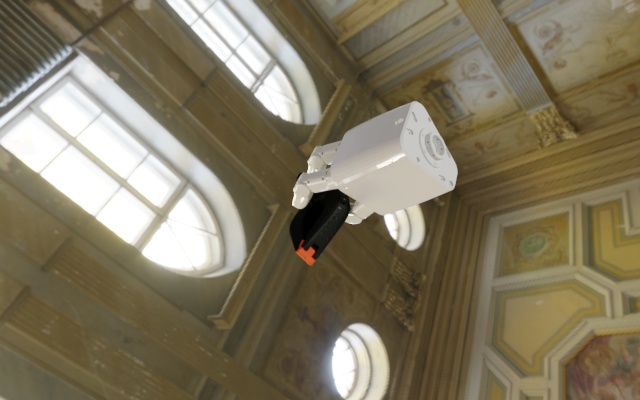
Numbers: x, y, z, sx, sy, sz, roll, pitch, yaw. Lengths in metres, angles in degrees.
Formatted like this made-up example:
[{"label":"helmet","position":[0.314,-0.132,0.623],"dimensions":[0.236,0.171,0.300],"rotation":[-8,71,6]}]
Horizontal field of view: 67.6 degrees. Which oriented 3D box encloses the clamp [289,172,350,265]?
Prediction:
[{"label":"clamp","position":[0.001,0.003,0.658],"dimensions":[0.164,0.209,0.036],"rotation":[-22,-57,42]}]
